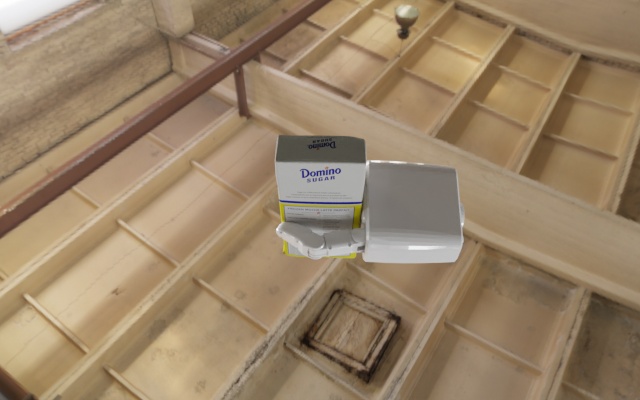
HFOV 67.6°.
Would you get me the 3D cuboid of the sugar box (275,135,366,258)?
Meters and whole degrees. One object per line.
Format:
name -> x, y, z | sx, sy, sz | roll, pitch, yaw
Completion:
sugar box -> 0.000, 0.001, 0.546 | 0.093, 0.048, 0.176 | 2, -41, 0
